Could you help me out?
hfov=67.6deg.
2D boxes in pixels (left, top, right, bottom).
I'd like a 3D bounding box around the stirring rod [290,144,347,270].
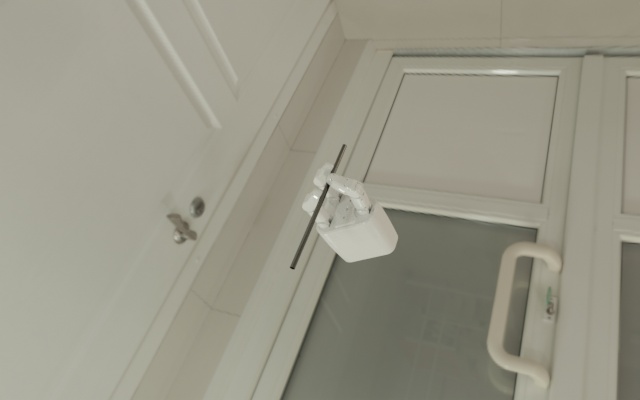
[{"bbox_3d":[0.000,0.002,0.752,0.011,0.239,0.011,17,-30,10],"label":"stirring rod"}]
